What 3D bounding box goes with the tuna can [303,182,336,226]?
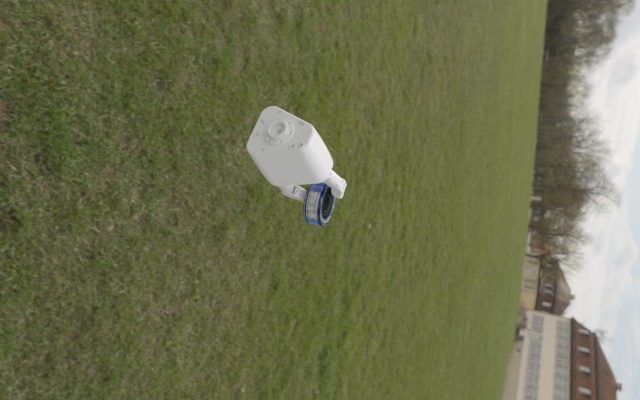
[{"bbox_3d":[0.001,0.003,0.883,0.034,0.086,0.086,11,4,19],"label":"tuna can"}]
